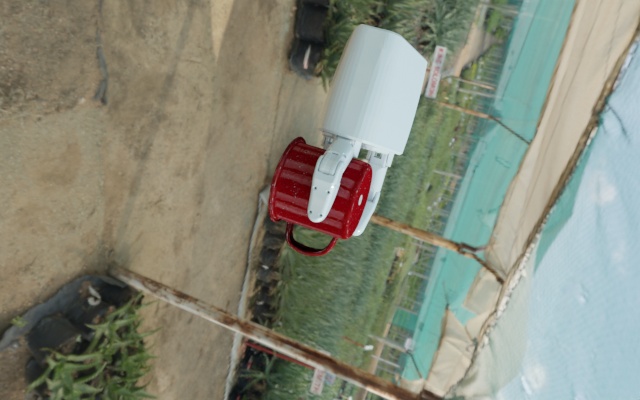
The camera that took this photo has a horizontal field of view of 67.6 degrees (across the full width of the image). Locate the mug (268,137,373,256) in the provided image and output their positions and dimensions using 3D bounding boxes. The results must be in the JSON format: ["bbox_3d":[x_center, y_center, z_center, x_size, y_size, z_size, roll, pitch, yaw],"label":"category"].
[{"bbox_3d":[0.000,0.003,0.491,0.081,0.117,0.093,18,9,13],"label":"mug"}]
